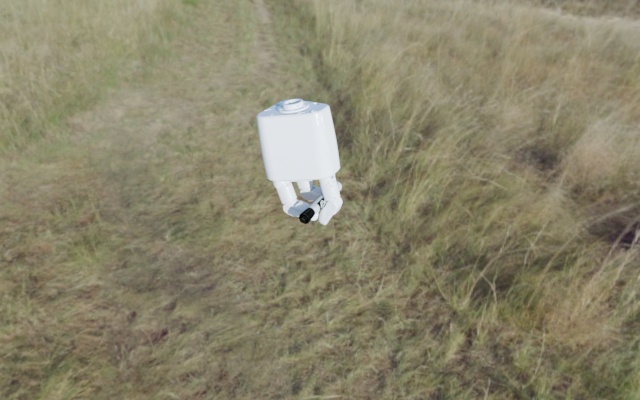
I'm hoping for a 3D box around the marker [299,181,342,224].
[{"bbox_3d":[0.000,0.003,0.773,0.020,0.020,0.121,0,28,32],"label":"marker"}]
